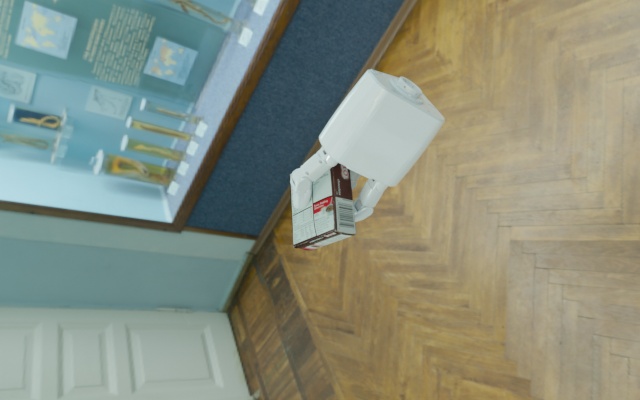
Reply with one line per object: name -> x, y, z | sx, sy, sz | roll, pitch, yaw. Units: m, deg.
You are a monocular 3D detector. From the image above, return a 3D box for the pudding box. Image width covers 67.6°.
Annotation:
pudding box -> 0.000, 0.002, 0.641 | 0.039, 0.113, 0.090 | 14, -27, -38
